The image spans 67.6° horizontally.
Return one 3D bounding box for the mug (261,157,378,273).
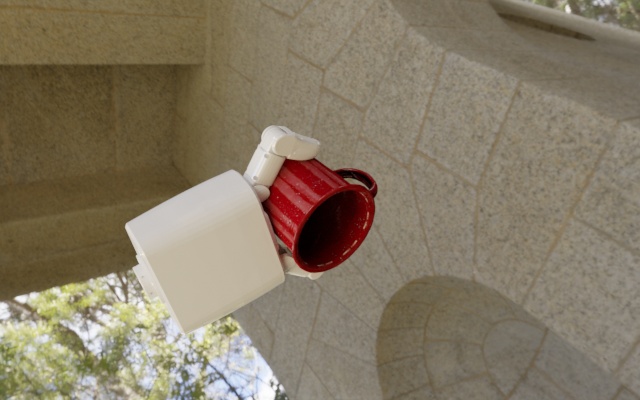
[{"bbox_3d":[0.001,0.001,0.457,0.117,0.093,0.081,-31,47,-21],"label":"mug"}]
